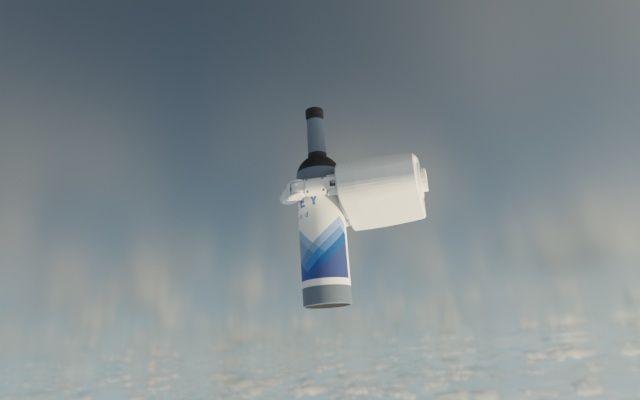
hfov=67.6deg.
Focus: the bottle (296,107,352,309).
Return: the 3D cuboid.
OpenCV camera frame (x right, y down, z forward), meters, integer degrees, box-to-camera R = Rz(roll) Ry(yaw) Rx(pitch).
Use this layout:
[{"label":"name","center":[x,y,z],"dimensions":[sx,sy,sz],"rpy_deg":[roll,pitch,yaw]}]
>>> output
[{"label":"bottle","center":[0.000,0.003,0.687],"dimensions":[0.069,0.295,0.069],"rpy_deg":[-4,-18,-1]}]
